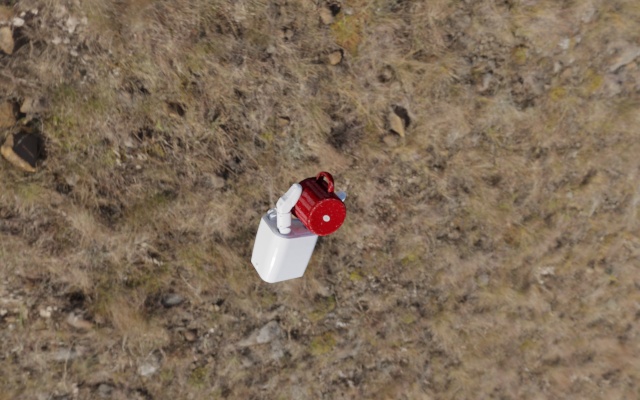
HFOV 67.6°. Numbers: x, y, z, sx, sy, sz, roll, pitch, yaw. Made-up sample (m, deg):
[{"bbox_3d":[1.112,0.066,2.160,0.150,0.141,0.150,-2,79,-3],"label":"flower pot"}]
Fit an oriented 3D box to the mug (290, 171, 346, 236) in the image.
[{"bbox_3d":[0.001,0.002,0.898,0.093,0.117,0.081,6,23,-32],"label":"mug"}]
